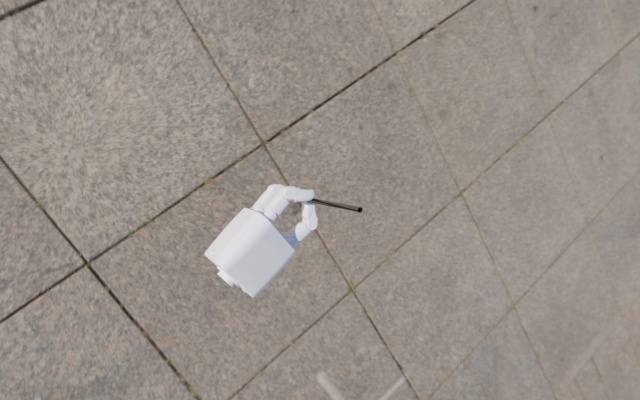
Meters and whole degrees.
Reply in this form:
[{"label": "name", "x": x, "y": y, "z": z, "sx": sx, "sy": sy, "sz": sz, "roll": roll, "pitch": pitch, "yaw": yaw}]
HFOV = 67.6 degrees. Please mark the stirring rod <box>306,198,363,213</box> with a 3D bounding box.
[{"label": "stirring rod", "x": 0.000, "y": 0.003, "z": 0.776, "sx": 0.011, "sy": 0.011, "sz": 0.239, "roll": 0, "pitch": 5, "yaw": -28}]
